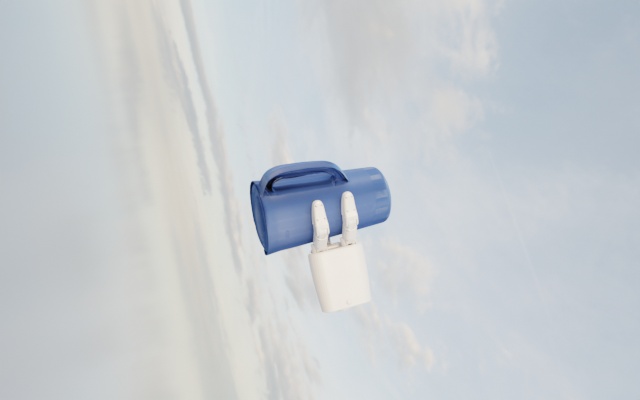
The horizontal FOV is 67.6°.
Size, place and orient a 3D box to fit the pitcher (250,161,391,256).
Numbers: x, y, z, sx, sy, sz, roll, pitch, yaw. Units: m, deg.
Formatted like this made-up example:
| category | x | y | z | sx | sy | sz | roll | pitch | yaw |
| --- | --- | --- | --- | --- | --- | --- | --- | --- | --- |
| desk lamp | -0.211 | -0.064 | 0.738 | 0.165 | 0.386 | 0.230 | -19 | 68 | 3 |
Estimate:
| category | x | y | z | sx | sy | sz | roll | pitch | yaw |
| --- | --- | --- | --- | --- | --- | --- | --- | --- | --- |
| pitcher | 0.000 | 0.003 | 0.857 | 0.243 | 0.145 | 0.149 | -12 | 0 | -16 |
